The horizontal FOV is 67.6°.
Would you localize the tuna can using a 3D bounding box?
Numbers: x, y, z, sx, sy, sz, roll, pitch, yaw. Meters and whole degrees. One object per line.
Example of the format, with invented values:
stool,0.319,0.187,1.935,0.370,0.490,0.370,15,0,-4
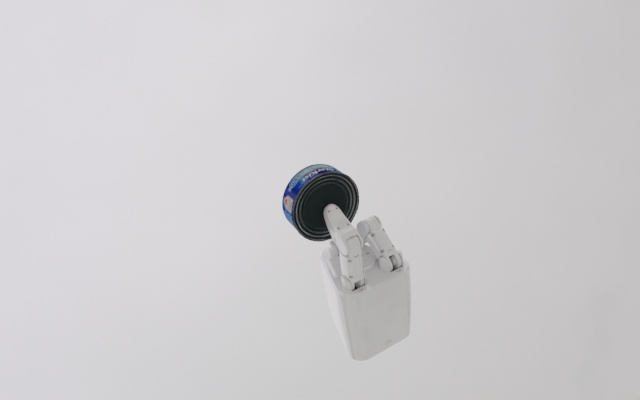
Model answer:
tuna can,0.000,0.002,0.550,0.086,0.086,0.033,0,23,-31
